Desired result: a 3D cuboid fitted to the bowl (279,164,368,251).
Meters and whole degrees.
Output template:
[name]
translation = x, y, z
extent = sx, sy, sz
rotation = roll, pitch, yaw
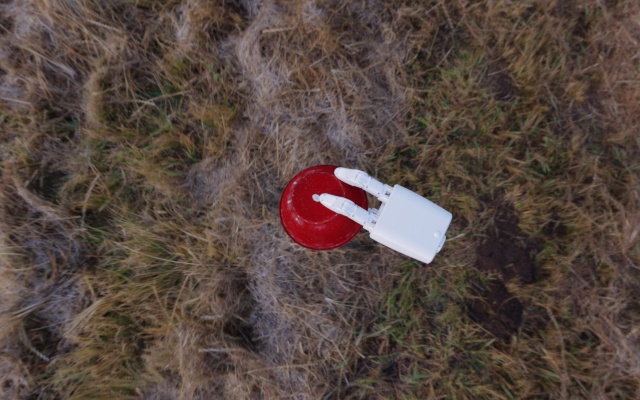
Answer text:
[bowl]
translation = -0.001, 0.002, 0.826
extent = 0.162, 0.162, 0.055
rotation = 0, -18, 10
